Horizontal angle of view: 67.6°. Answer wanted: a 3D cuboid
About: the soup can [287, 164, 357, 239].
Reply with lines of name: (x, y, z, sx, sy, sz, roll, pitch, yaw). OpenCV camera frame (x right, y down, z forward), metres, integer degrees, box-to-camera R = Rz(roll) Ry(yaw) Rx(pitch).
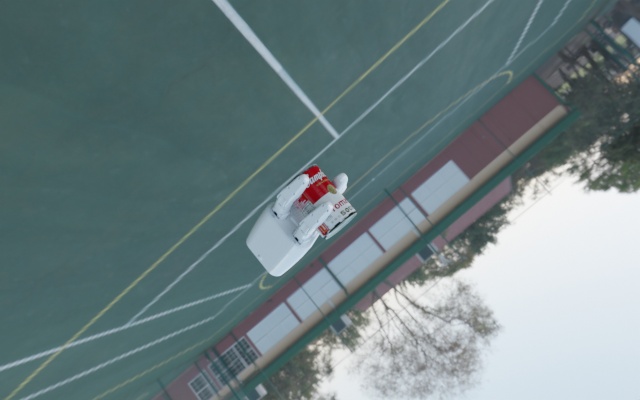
soup can: (0.001, 0.002, 0.756, 0.068, 0.102, 0.068, -39, -10, -8)
